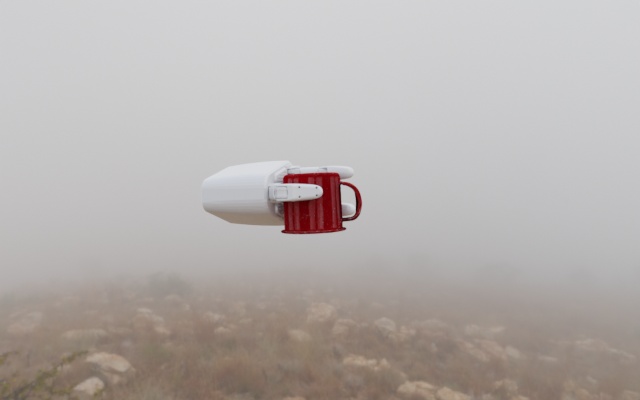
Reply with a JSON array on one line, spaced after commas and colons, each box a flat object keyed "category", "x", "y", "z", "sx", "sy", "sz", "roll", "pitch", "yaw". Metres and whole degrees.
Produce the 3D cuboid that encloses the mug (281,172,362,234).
[{"category": "mug", "x": 0.001, "y": 0.002, "z": 0.670, "sx": 0.117, "sy": 0.081, "sz": 0.093, "roll": -2, "pitch": 2, "yaw": 17}]
